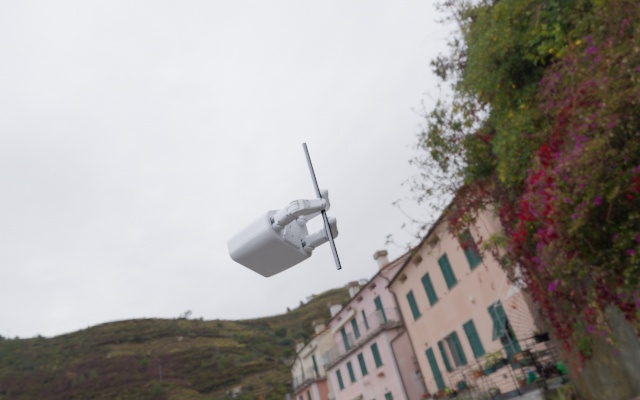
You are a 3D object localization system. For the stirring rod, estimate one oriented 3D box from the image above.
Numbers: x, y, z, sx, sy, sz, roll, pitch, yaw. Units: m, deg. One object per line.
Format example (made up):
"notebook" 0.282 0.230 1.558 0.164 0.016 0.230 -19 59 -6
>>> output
"stirring rod" 0.000 0.003 0.788 0.011 0.239 0.011 -12 -28 -7
